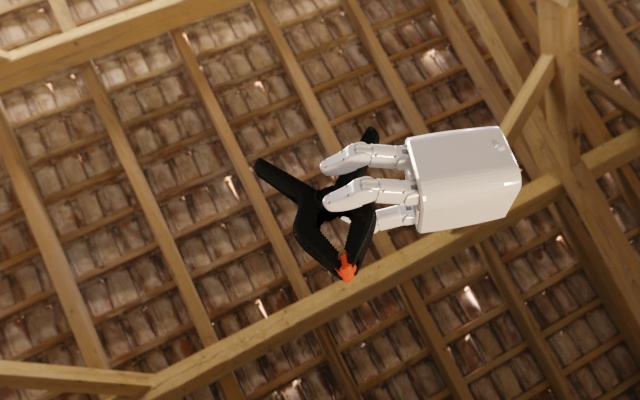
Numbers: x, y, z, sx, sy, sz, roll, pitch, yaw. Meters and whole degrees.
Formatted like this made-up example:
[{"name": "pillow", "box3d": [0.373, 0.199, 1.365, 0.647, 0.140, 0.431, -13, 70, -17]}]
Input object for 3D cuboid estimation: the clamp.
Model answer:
[{"name": "clamp", "box3d": [0.001, 0.003, 0.558, 0.164, 0.209, 0.036, -11, -41, 8]}]
